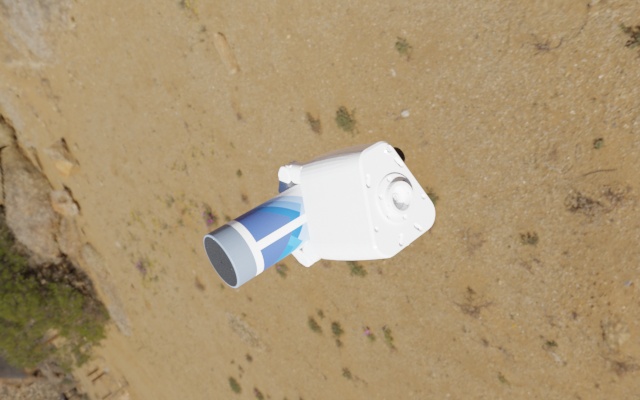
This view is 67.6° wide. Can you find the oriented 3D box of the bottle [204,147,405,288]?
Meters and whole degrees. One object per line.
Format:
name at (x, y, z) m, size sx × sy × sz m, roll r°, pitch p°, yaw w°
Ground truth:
bottle at (0.000, 0.002, 0.591) m, size 0.295 × 0.069 × 0.069 m, roll -31°, pitch 17°, yaw -31°
